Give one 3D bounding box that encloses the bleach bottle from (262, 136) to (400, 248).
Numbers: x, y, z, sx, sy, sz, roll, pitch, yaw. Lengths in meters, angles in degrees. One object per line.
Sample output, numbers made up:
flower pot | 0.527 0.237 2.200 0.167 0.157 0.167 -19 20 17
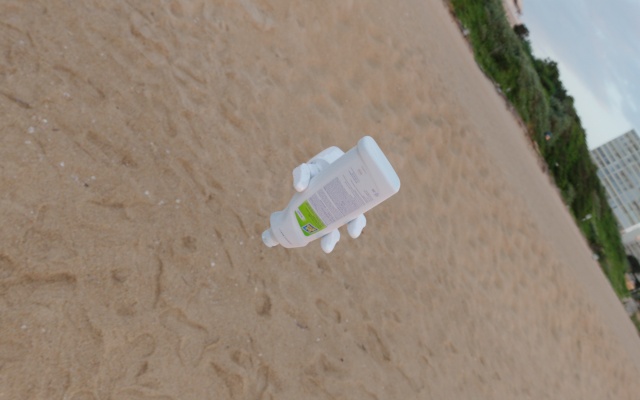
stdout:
bleach bottle | 0.000 0.003 0.785 0.251 0.102 0.068 -31 8 23
